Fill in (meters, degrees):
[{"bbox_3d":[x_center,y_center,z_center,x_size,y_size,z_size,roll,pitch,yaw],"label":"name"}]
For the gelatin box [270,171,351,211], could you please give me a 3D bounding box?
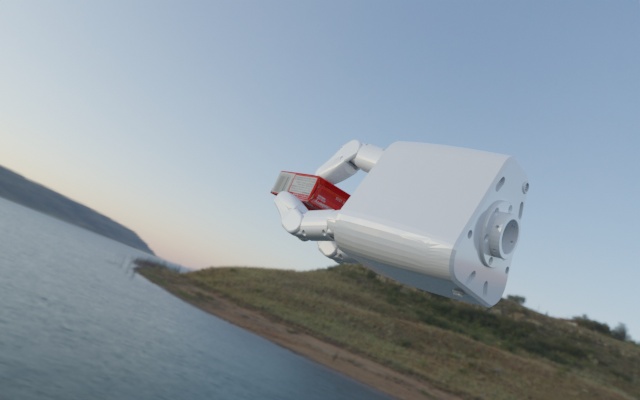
[{"bbox_3d":[0.000,0.001,0.487,0.073,0.030,0.089,31,-9,-29],"label":"gelatin box"}]
